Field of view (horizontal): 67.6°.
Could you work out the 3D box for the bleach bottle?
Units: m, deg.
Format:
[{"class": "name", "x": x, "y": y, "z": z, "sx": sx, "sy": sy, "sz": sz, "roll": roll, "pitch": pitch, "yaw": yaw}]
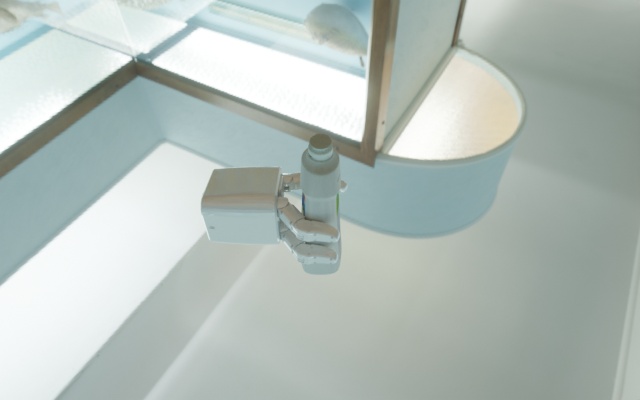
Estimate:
[{"class": "bleach bottle", "x": 0.000, "y": 0.002, "z": 0.686, "sx": 0.068, "sy": 0.102, "sz": 0.251, "roll": -1, "pitch": -40, "yaw": -1}]
